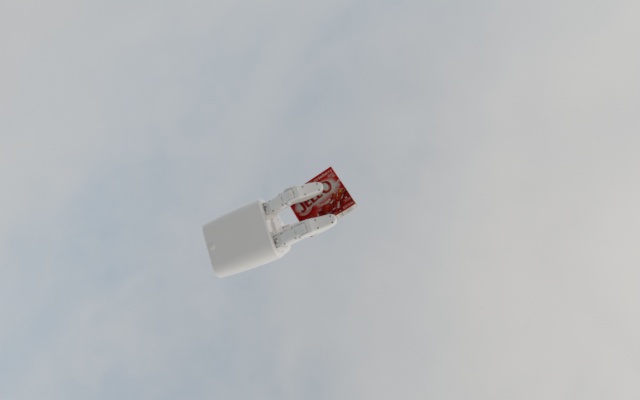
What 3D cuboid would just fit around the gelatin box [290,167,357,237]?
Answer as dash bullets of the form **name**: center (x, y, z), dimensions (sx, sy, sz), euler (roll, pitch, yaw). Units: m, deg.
- **gelatin box**: center (0.000, 0.002, 0.740), dimensions (0.089, 0.073, 0.030), euler (-33, -18, -1)
